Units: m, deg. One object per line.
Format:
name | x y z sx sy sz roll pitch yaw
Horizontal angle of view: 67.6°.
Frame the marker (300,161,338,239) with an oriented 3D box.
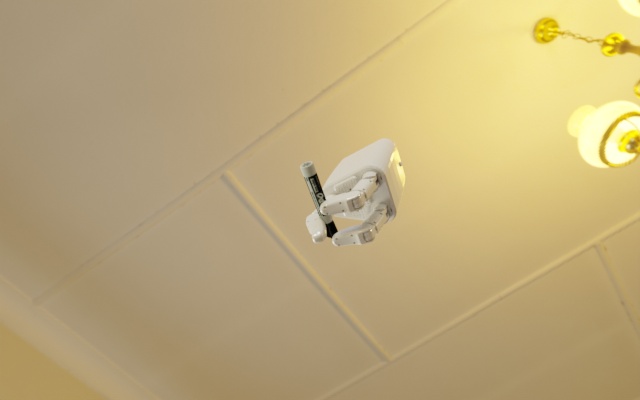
marker | 0.000 0.002 0.667 0.020 0.121 0.020 -17 26 8
